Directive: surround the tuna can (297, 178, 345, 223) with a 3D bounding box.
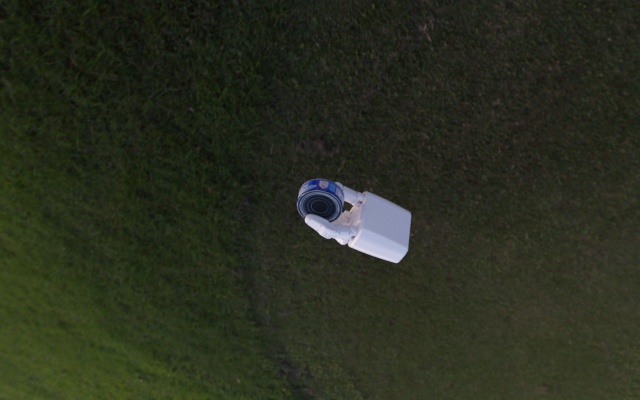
[{"bbox_3d":[0.000,0.003,0.878,0.086,0.086,0.033,0,40,10],"label":"tuna can"}]
